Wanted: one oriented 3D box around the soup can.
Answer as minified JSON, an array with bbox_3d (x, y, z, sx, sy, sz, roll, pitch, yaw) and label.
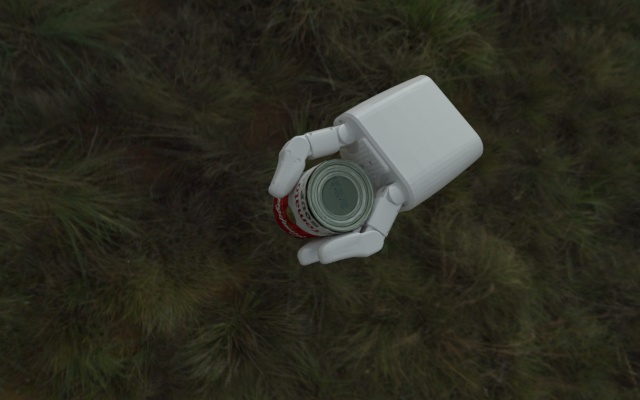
[{"bbox_3d":[0.000,0.002,0.461,0.068,0.068,0.102,0,-7,-22],"label":"soup can"}]
